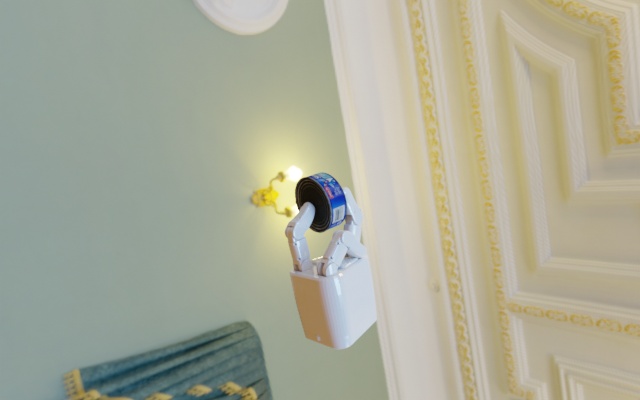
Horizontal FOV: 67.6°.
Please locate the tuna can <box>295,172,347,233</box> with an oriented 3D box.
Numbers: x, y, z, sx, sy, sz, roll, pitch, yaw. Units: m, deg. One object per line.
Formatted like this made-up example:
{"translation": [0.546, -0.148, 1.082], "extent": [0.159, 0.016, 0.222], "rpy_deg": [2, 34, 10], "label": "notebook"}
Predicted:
{"translation": [0.001, 0.002, 0.708], "extent": [0.033, 0.086, 0.086], "rpy_deg": [-21, 12, -34], "label": "tuna can"}
